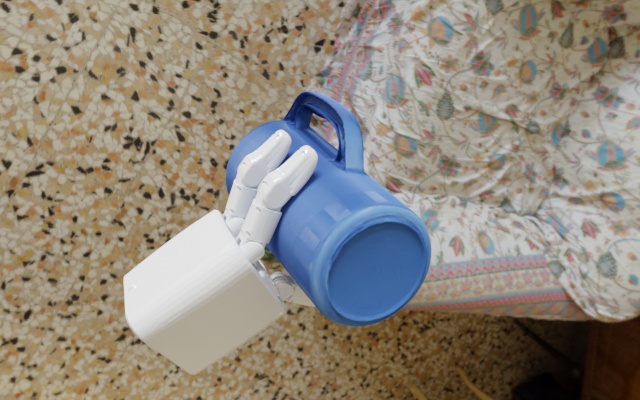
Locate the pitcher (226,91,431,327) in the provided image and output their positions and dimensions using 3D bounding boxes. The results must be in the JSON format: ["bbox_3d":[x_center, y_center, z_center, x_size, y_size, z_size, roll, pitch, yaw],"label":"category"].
[{"bbox_3d":[0.000,0.002,0.464,0.145,0.149,0.242,-35,31,-8],"label":"pitcher"}]
